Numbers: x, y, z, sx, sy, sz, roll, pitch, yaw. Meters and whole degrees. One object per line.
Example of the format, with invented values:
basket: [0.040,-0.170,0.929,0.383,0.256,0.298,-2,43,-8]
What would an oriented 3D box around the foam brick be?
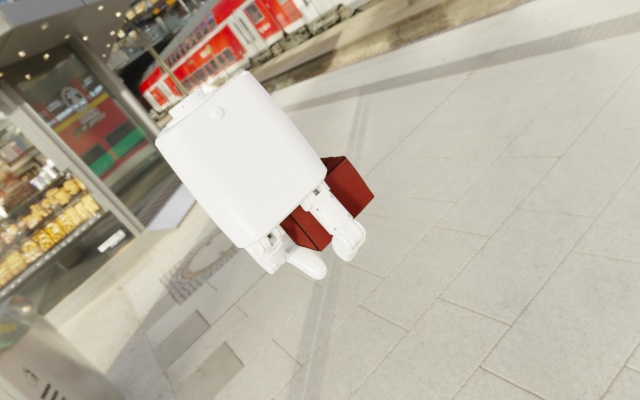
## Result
foam brick: [0.000,0.001,0.446,0.078,0.051,0.053,-44,20,-19]
